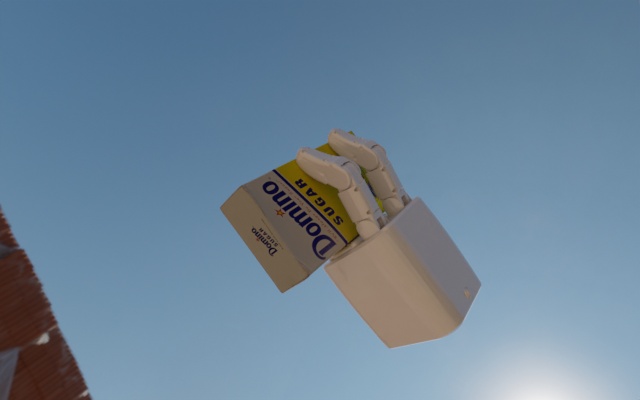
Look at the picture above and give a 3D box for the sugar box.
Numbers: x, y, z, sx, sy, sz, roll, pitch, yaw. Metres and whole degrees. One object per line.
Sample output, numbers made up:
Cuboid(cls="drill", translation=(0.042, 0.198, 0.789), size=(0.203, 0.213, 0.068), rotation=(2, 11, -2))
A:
Cuboid(cls="sugar box", translation=(0.001, 0.001, 0.451), size=(0.048, 0.093, 0.176), rotation=(-39, -3, 39))
